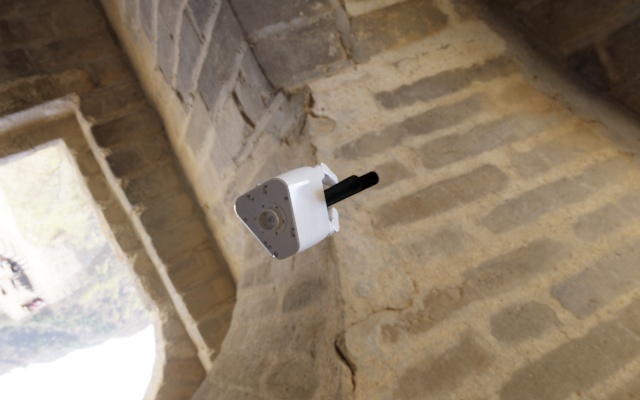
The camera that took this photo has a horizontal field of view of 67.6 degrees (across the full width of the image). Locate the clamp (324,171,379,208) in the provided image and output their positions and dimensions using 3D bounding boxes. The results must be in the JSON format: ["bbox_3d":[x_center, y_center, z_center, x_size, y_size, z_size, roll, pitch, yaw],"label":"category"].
[{"bbox_3d":[0.000,0.004,0.800,0.210,0.036,0.164,-26,-3,24],"label":"clamp"}]
